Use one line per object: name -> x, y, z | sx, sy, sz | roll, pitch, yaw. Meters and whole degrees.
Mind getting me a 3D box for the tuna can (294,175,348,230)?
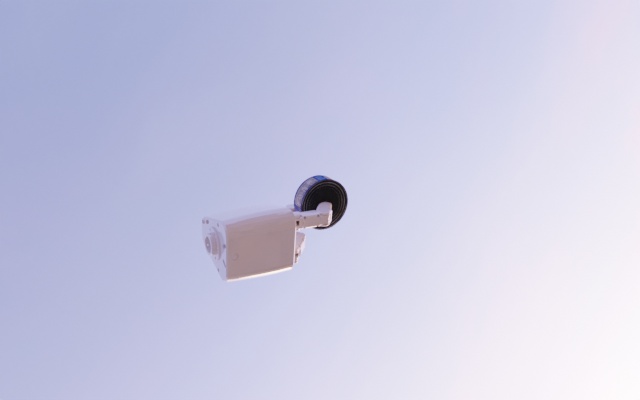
tuna can -> 0.000, 0.002, 0.782 | 0.086, 0.086, 0.033 | 0, 18, -31
